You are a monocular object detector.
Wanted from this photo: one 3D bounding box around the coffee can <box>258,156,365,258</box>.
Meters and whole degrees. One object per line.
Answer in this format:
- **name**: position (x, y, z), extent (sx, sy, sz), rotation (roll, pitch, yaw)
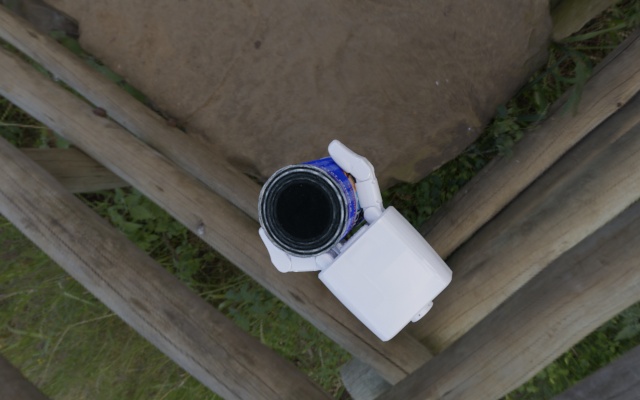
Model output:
- **coffee can**: position (0.000, 0.002, 0.574), extent (0.103, 0.103, 0.140), rotation (0, 8, 17)
